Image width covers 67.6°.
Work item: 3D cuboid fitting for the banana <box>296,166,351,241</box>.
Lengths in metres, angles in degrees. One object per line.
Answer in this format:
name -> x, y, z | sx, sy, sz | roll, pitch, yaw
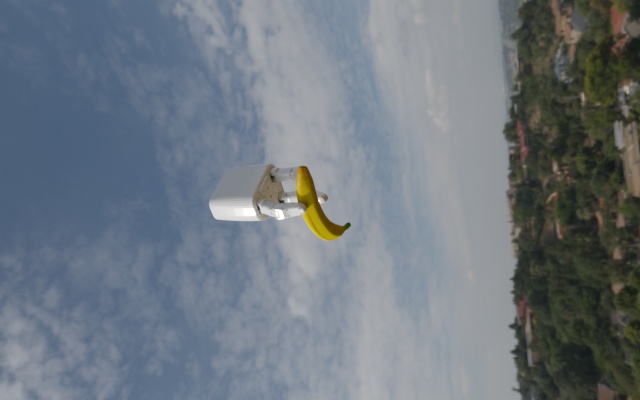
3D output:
banana -> -0.004, 0.020, 0.871 | 0.037, 0.069, 0.198 | 1, -34, 31
